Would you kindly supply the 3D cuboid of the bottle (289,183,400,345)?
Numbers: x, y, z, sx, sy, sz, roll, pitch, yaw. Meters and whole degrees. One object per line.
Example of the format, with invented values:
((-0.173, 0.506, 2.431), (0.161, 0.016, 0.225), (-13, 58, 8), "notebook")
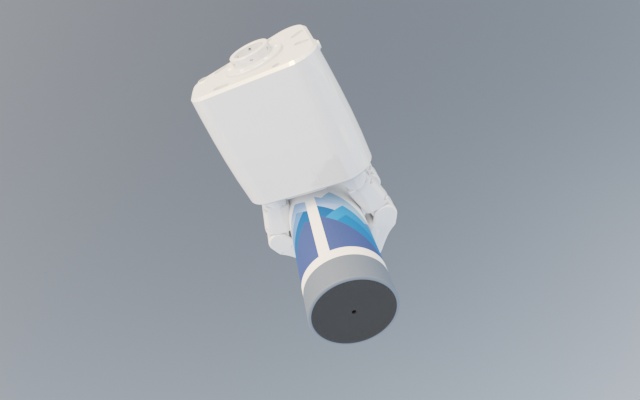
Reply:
((0.000, 0.002, 0.458), (0.069, 0.069, 0.295), (0, 32, -11), "bottle")
